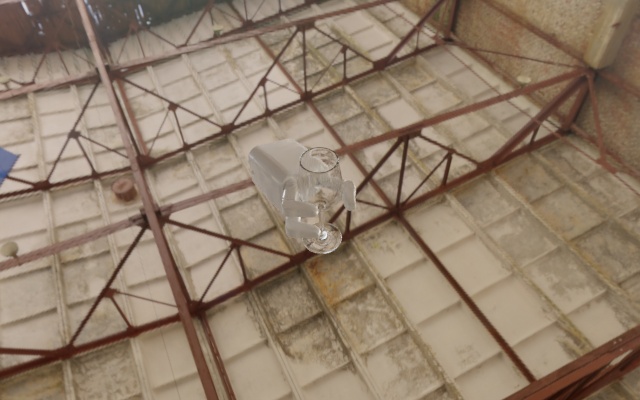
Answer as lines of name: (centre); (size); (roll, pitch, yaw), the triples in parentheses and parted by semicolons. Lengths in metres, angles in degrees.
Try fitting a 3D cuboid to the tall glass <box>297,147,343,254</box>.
tall glass: (0.000, 0.003, 0.828); (0.079, 0.079, 0.201); (0, -42, 2)
